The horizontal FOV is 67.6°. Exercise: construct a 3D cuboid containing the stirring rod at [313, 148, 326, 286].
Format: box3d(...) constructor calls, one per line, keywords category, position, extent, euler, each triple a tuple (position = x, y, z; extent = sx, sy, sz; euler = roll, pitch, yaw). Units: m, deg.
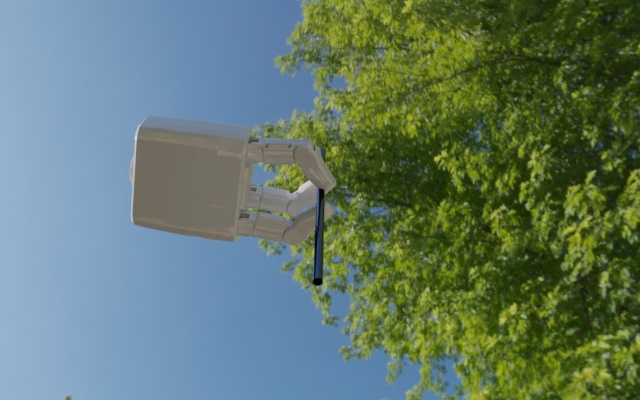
box3d(category="stirring rod", position=(0.000, 0.002, 0.473), extent=(0.011, 0.011, 0.239), euler=(0, 31, 1))
